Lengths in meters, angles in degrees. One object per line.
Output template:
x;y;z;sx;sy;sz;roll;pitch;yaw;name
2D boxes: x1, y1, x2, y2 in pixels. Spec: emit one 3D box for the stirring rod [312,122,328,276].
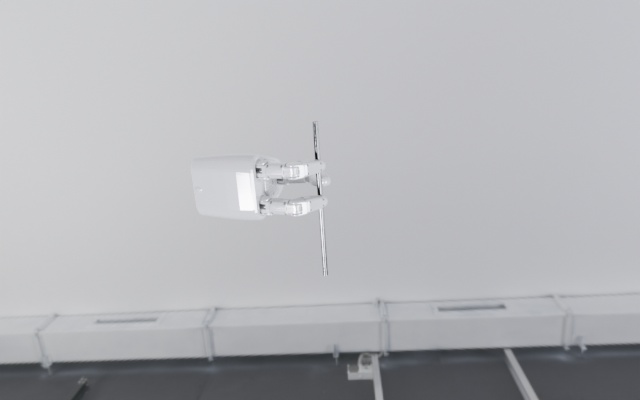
0.000;0.002;0.719;0.011;0.239;0.011;-4;17;1;stirring rod
